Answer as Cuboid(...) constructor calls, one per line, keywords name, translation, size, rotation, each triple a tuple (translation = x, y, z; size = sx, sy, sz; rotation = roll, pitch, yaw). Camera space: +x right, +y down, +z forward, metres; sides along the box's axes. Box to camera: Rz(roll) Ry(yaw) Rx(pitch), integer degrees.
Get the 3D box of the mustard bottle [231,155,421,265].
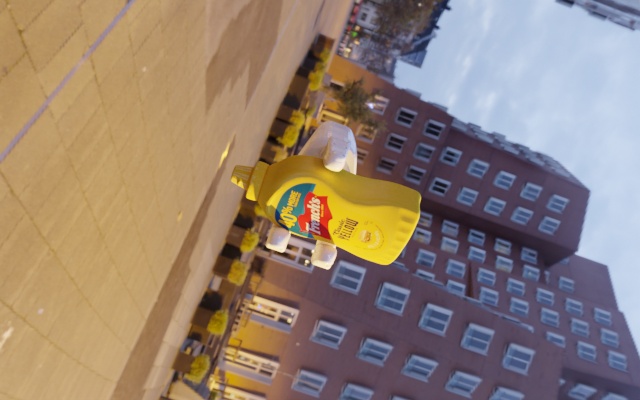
Cuboid(name="mustard bottle", translation=(0.000, 0.002, 0.501), size=(0.191, 0.058, 0.096), rotation=(19, -43, -3))
